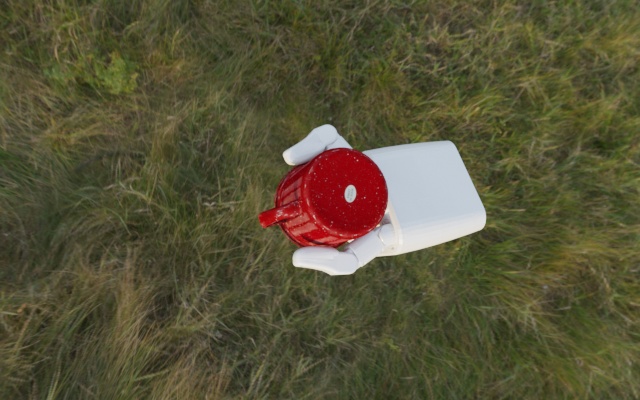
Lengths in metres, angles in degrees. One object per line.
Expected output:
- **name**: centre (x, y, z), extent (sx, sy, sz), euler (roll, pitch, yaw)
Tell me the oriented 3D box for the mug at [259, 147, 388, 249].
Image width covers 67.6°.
- **mug**: centre (-0.001, 0.002, 0.440), extent (0.117, 0.093, 0.081), euler (-13, -5, -20)
